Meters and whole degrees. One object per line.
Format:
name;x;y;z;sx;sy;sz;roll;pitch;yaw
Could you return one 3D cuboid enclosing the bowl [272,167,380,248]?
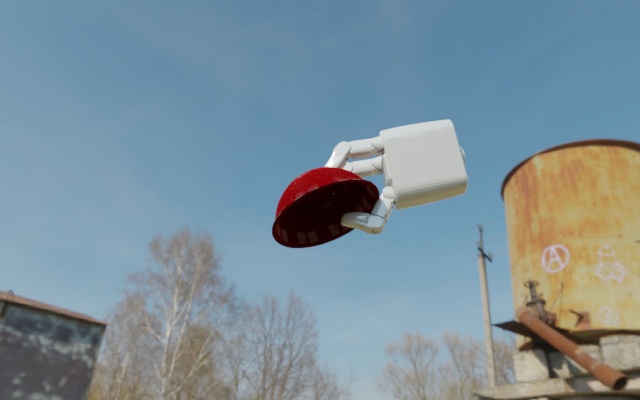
bowl;-0.001;0.002;0.680;0.162;0.055;0.162;-18;-30;-11
